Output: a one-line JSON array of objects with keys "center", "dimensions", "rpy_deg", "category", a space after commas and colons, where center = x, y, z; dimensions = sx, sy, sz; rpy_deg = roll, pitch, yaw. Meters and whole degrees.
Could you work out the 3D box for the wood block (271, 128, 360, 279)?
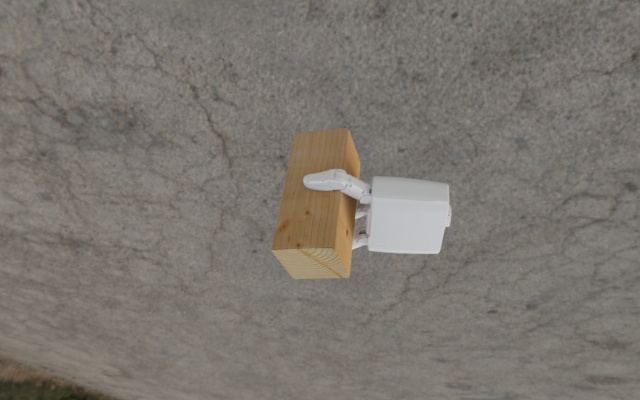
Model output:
[{"center": [0.000, 0.002, 0.709], "dimensions": [0.090, 0.206, 0.091], "rpy_deg": [-4, -35, 17], "category": "wood block"}]
